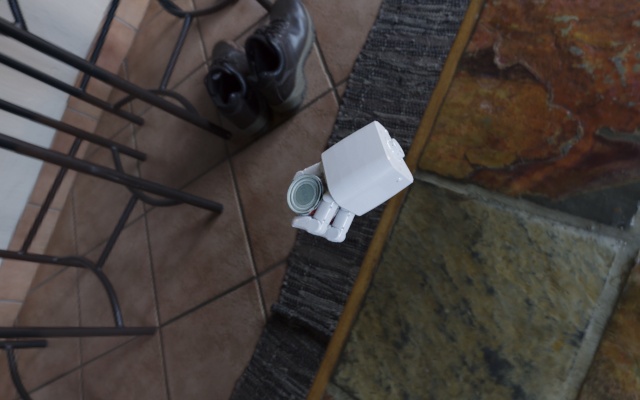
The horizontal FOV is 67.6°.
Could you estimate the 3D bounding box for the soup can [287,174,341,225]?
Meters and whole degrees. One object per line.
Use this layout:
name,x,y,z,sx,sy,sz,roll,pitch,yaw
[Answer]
soup can,0.000,0.003,0.788,0.068,0.068,0.102,0,-15,33
